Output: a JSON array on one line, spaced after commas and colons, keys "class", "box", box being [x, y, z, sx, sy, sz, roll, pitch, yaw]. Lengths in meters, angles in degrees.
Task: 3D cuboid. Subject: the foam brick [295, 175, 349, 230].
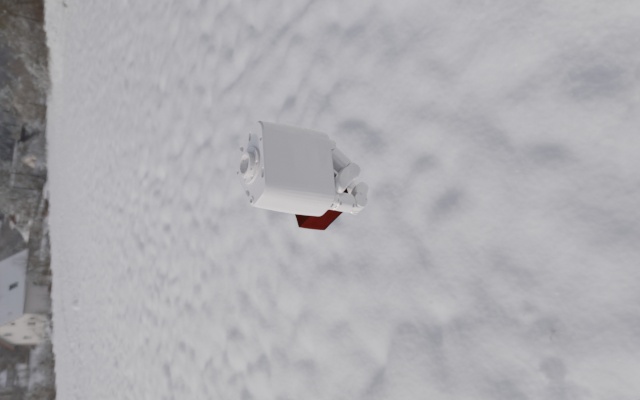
[{"class": "foam brick", "box": [0.000, 0.003, 0.721, 0.051, 0.053, 0.078, 6, -38, -35]}]
